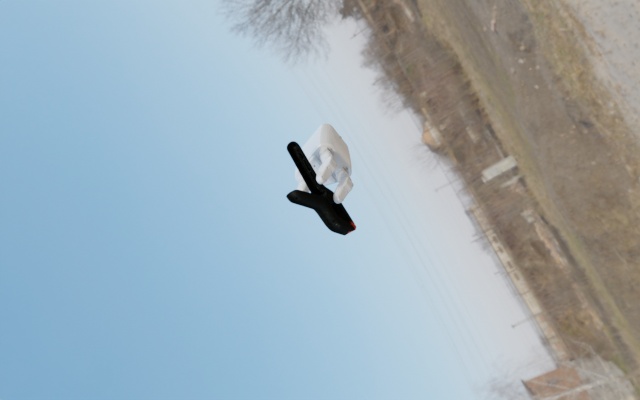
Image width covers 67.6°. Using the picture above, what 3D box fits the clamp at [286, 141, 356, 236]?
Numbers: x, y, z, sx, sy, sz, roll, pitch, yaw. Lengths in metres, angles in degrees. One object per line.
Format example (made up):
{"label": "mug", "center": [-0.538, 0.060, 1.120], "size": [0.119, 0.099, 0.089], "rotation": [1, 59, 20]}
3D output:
{"label": "clamp", "center": [0.000, 0.004, 0.896], "size": [0.036, 0.210, 0.164], "rotation": [-29, 29, 21]}
